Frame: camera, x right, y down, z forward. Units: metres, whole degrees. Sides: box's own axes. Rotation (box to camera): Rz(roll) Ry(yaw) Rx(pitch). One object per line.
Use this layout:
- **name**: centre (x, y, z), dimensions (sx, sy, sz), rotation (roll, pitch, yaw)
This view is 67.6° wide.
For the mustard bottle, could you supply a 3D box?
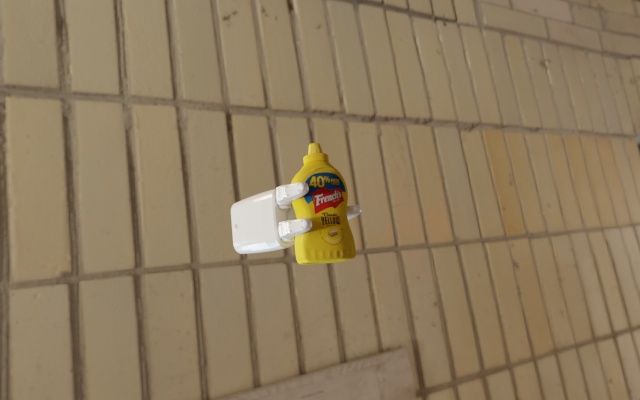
- **mustard bottle**: centre (0.000, 0.003, 0.758), dimensions (0.096, 0.191, 0.058), rotation (0, -12, -30)
